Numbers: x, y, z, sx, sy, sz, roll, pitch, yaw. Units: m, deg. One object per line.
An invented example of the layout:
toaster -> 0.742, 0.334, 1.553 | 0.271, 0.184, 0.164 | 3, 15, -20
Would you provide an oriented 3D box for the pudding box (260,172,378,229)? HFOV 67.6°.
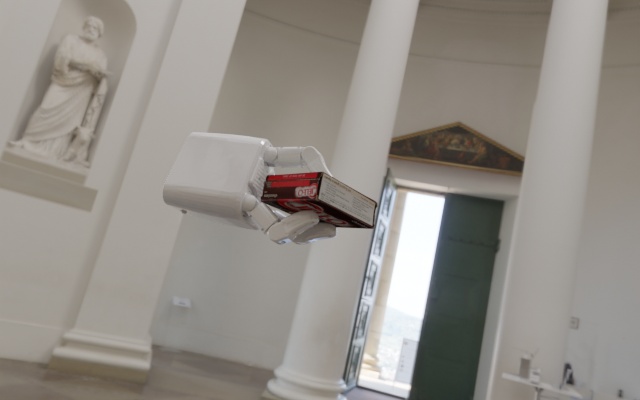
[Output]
pudding box -> 0.000, 0.002, 0.568 | 0.090, 0.039, 0.113 | 1, -16, 42
